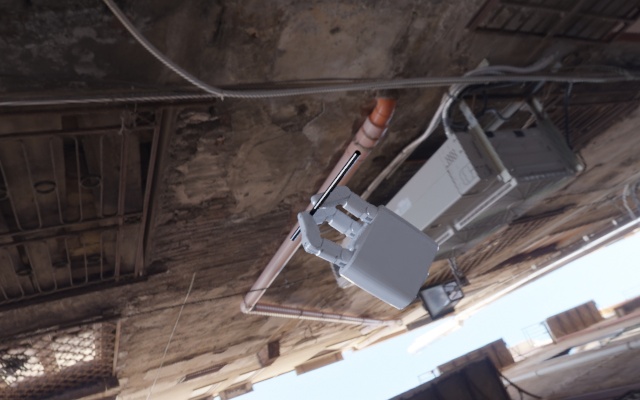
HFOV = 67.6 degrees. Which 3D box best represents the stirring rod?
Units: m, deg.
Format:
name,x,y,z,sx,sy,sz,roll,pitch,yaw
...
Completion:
name,x,y,z,sx,sy,sz,roll,pitch,yaw
stirring rod,0.000,0.002,0.657,0.011,0.011,0.240,0,-29,-25
